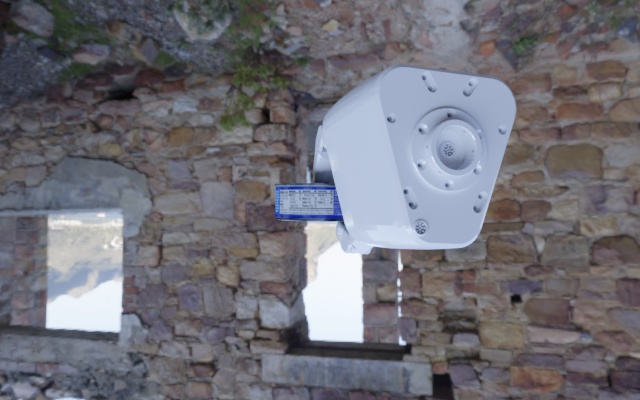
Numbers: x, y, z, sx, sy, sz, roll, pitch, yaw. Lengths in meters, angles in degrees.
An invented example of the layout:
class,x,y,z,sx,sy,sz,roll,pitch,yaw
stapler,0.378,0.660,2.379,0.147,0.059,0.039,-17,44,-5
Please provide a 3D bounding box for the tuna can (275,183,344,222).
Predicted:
class,x,y,z,sx,sy,sz,roll,pitch,yaw
tuna can,0.000,0.002,0.448,0.086,0.034,0.086,0,0,0
